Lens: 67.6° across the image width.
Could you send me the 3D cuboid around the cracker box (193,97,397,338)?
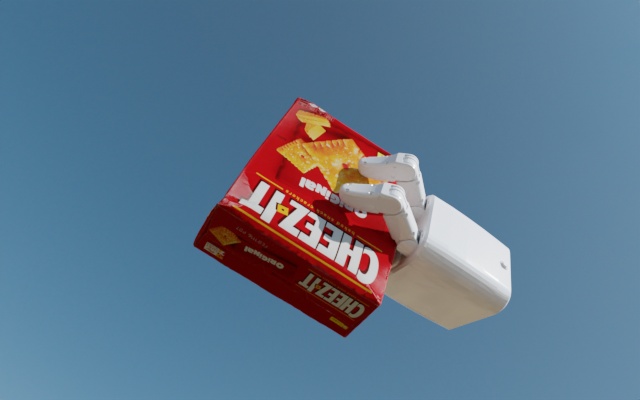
[{"bbox_3d":[0.000,0.002,0.487,0.164,0.072,0.213,32,40,-5],"label":"cracker box"}]
